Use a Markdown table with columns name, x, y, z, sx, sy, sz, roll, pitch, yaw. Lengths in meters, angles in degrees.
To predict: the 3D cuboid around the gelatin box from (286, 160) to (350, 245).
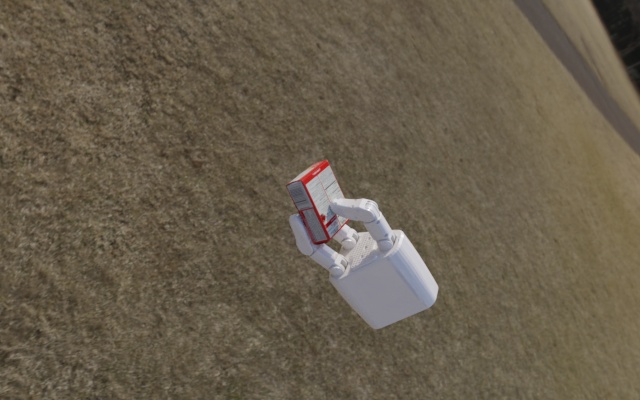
| name | x | y | z | sx | sy | sz | roll | pitch | yaw |
| --- | --- | --- | --- | --- | --- | --- | --- | --- | --- |
| gelatin box | 0.000 | 0.002 | 0.623 | 0.030 | 0.089 | 0.073 | -15 | 16 | 35 |
